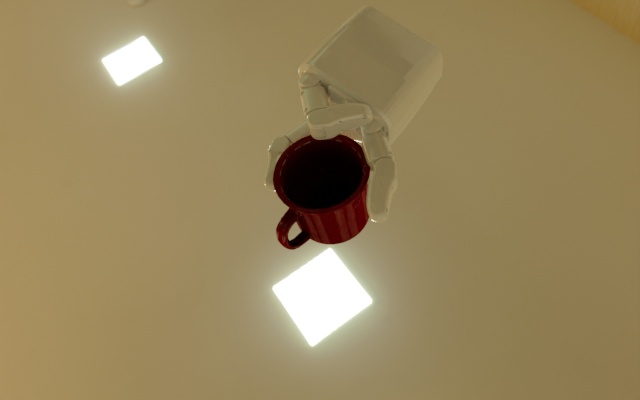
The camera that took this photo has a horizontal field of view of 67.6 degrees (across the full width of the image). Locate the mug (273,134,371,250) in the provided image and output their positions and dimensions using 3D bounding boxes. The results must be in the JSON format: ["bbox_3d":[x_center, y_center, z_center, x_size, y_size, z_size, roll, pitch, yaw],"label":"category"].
[{"bbox_3d":[-0.001,0.003,0.478,0.093,0.117,0.081,29,-21,25],"label":"mug"}]
